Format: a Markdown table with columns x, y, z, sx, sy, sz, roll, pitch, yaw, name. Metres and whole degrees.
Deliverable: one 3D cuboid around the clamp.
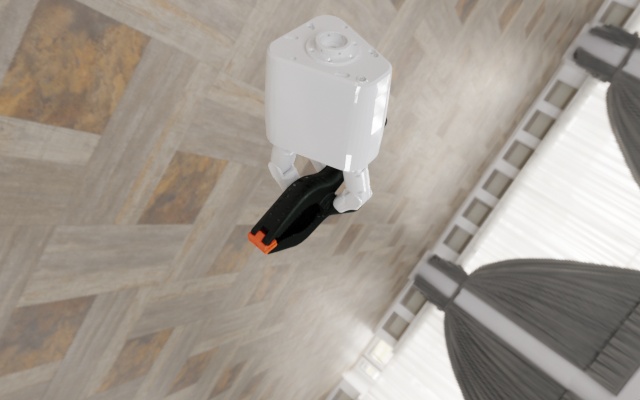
| x | y | z | sx | sy | sz | roll | pitch | yaw | name |
| --- | --- | --- | --- | --- | --- | --- | --- | --- | --- |
| 0.000 | 0.002 | 0.572 | 0.036 | 0.165 | 0.210 | 36 | 58 | 23 | clamp |
